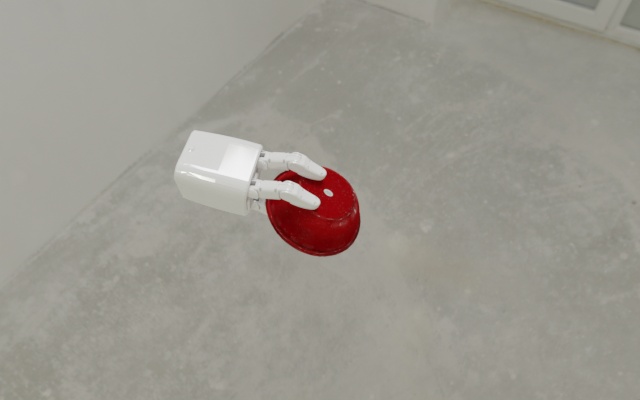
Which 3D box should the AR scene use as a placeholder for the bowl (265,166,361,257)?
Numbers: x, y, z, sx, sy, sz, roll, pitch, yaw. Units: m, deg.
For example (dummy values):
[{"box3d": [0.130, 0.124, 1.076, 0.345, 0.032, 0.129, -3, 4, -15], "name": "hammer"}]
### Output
[{"box3d": [0.002, 0.002, 0.736, 0.162, 0.162, 0.055, 0, -30, -26], "name": "bowl"}]
